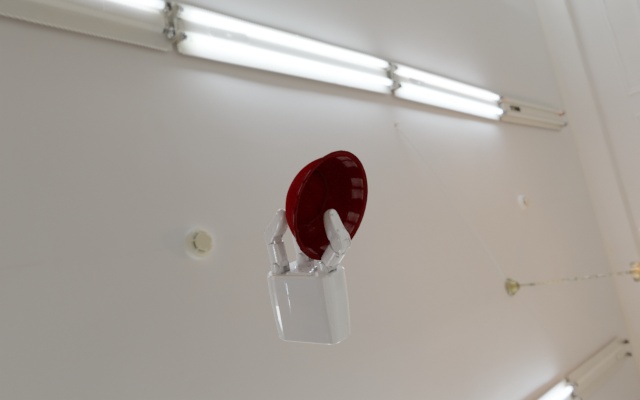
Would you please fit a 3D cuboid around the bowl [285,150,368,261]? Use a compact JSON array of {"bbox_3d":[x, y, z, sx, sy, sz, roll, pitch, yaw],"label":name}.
[{"bbox_3d":[0.000,0.001,0.696,0.055,0.162,0.162,18,12,39],"label":"bowl"}]
